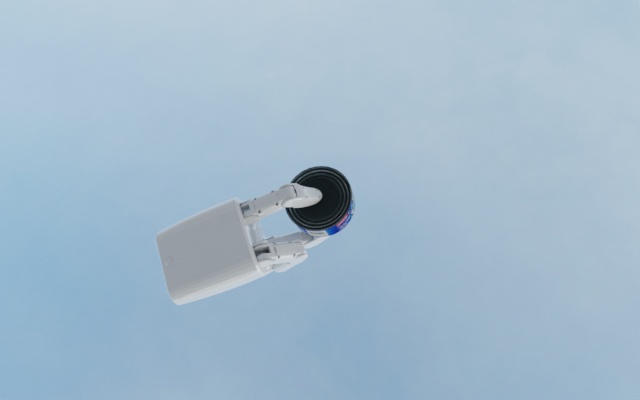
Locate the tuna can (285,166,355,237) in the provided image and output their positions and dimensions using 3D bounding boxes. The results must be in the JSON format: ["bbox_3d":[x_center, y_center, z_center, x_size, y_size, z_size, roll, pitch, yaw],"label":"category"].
[{"bbox_3d":[0.000,0.002,0.601,0.086,0.086,0.034,0,-21,14],"label":"tuna can"}]
